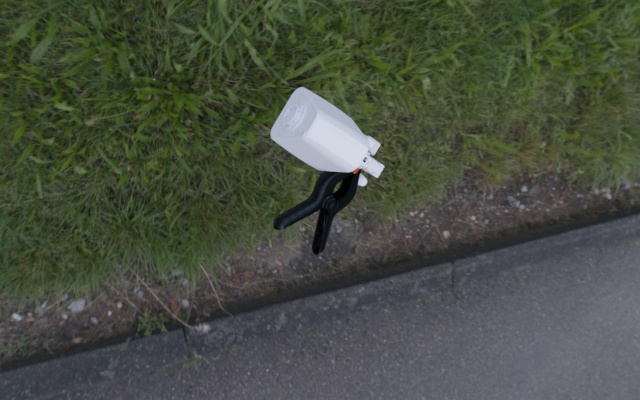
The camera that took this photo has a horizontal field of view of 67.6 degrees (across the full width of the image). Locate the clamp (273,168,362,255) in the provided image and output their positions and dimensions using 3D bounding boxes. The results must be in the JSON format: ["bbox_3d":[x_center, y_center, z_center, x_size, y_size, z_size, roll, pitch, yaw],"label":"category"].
[{"bbox_3d":[0.001,0.003,0.777,0.039,0.171,0.120,33,5,41],"label":"clamp"}]
